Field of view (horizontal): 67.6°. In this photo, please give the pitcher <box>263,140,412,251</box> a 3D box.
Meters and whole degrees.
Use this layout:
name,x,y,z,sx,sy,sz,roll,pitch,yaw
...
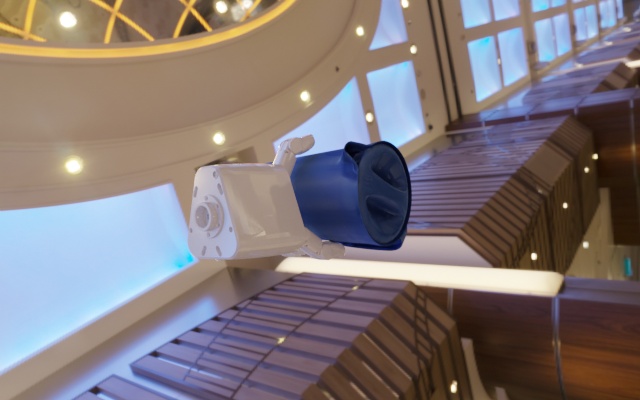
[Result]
name,x,y,z,sx,sy,sz,roll,pitch,yaw
pitcher,0.000,0.002,0.678,0.243,0.149,0.145,-2,2,39
